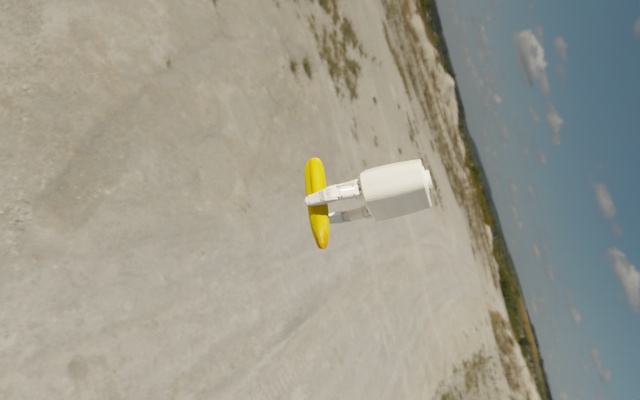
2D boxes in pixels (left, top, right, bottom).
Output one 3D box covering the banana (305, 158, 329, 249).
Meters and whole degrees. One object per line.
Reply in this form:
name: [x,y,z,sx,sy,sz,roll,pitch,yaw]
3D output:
banana: [-0.005,-0.010,0.872,0.037,0.197,0.070,-12,-36,9]
